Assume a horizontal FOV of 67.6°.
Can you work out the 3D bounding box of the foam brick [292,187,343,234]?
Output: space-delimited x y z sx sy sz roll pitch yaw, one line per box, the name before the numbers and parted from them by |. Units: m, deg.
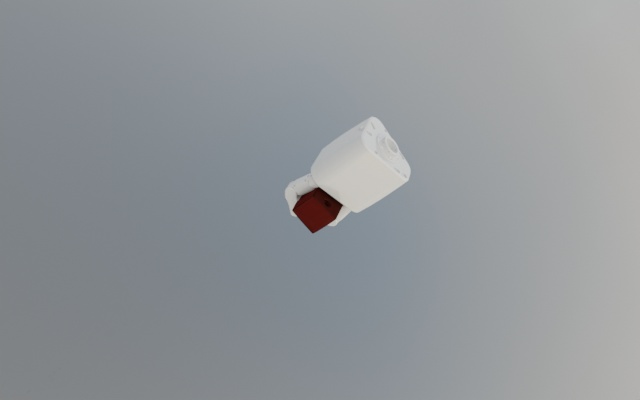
foam brick | 0.000 0.003 0.759 0.051 0.053 0.078 -32 18 35
